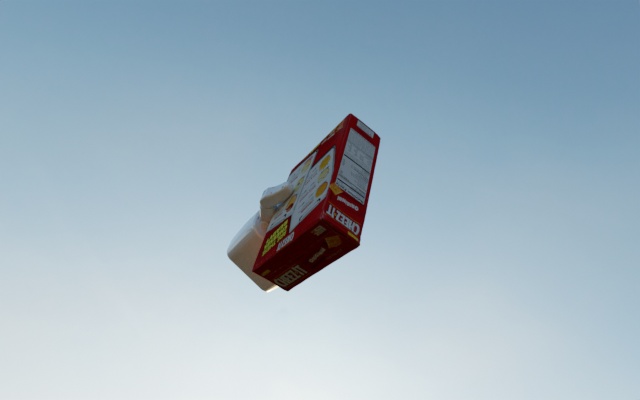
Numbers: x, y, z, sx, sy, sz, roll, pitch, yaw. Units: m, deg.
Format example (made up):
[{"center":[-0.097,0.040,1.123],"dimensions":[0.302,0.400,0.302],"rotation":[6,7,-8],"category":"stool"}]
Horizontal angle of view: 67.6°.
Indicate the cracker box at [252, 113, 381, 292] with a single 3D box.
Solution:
[{"center":[0.000,0.002,0.677],"dimensions":[0.072,0.213,0.164],"rotation":[34,-46,-18],"category":"cracker box"}]
